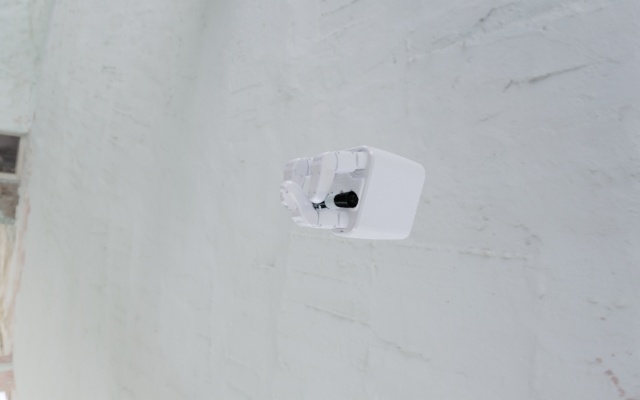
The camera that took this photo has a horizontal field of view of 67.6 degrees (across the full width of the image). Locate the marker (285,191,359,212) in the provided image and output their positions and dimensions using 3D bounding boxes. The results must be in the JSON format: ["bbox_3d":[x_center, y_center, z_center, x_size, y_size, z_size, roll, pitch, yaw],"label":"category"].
[{"bbox_3d":[0.000,0.002,0.555,0.020,0.020,0.121,0,-3,-39],"label":"marker"}]
